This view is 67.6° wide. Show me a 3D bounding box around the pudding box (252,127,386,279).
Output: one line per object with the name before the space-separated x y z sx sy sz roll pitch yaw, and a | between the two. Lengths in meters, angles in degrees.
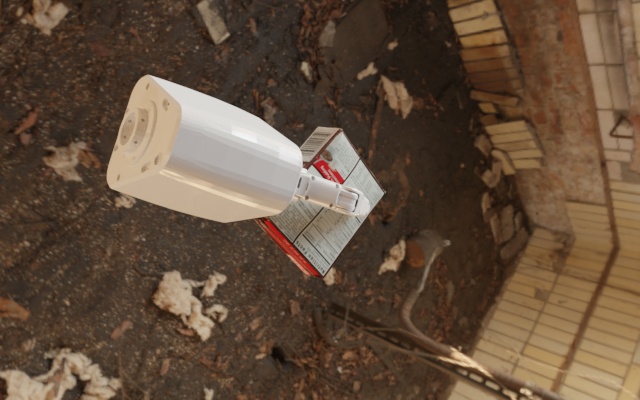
pudding box | 0.000 0.001 0.443 0.039 0.113 0.090 13 -32 52
